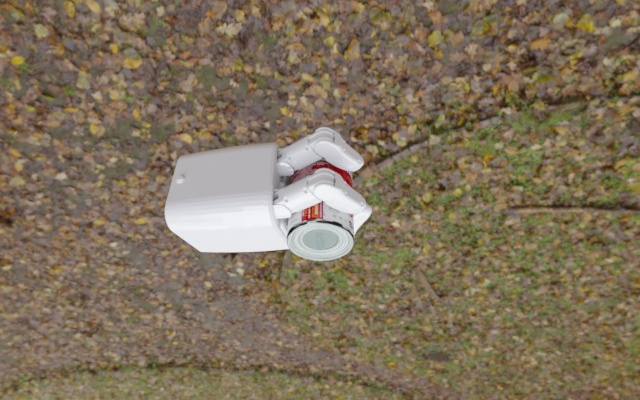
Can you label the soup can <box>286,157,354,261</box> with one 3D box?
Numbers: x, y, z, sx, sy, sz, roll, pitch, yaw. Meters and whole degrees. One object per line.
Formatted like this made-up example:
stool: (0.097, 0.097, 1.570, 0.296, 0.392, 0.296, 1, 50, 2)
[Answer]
soup can: (0.001, 0.002, 0.491, 0.068, 0.102, 0.069, 1, -39, 0)
